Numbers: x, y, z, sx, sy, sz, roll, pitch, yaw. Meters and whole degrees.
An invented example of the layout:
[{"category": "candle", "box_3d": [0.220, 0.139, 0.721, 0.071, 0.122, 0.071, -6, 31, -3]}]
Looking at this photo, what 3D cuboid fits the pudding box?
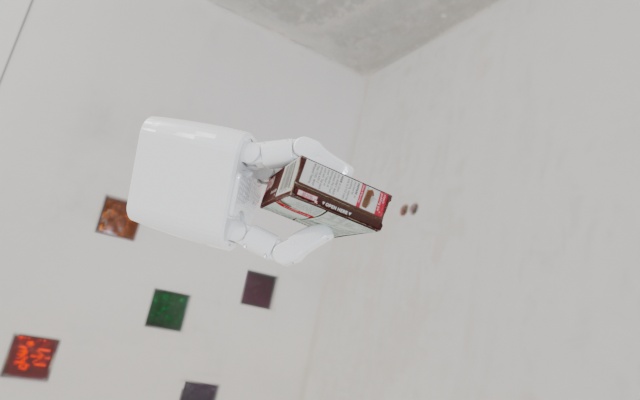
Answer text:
[{"category": "pudding box", "box_3d": [0.000, 0.002, 0.448, 0.090, 0.039, 0.113, 22, -12, -16]}]
